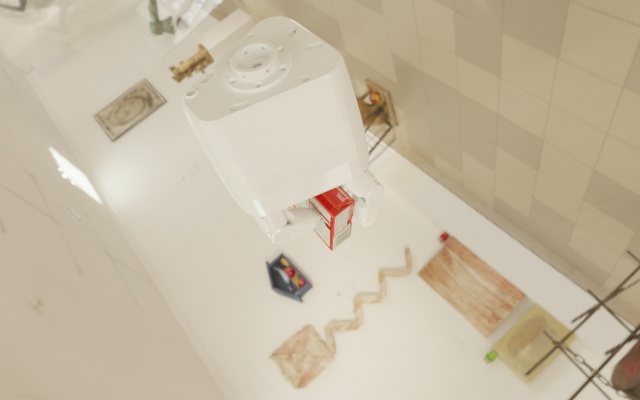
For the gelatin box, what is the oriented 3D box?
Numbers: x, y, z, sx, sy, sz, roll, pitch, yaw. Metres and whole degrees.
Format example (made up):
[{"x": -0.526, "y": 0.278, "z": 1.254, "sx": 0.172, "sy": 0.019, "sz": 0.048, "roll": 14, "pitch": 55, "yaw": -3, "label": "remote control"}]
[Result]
[{"x": 0.000, "y": 0.002, "z": 0.486, "sx": 0.030, "sy": 0.073, "sz": 0.089, "roll": -35, "pitch": -22, "yaw": -16, "label": "gelatin box"}]
